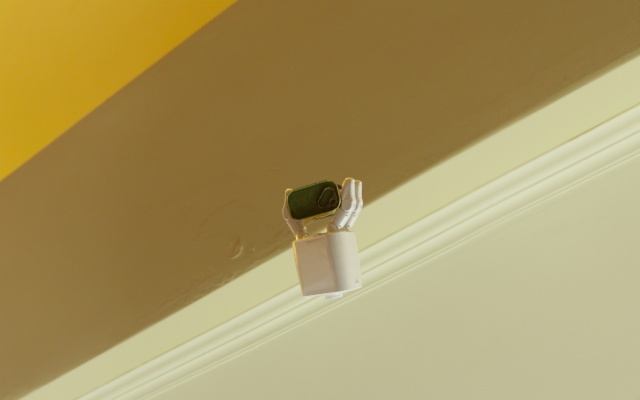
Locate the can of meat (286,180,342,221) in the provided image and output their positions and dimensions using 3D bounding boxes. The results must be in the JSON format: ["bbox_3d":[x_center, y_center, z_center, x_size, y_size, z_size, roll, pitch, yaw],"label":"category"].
[{"bbox_3d":[0.000,0.003,0.886,0.102,0.057,0.084,-16,-11,19],"label":"can of meat"}]
